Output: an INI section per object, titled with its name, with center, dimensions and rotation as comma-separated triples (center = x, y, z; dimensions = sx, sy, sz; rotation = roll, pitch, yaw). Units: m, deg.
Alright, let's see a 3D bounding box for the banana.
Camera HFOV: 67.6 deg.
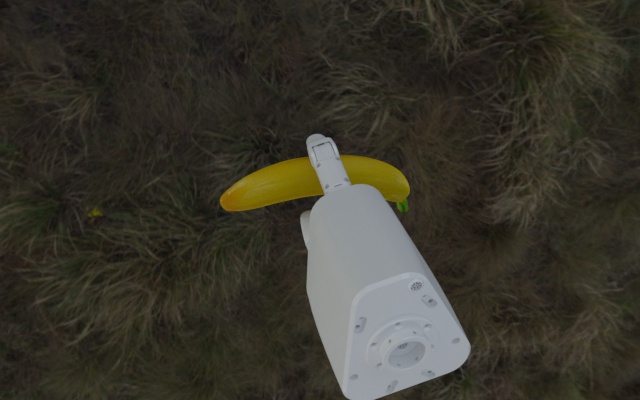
[banana]
center = 0.007, -0.013, 0.454
dimensions = 0.198, 0.070, 0.037
rotation = 3, 36, -17
